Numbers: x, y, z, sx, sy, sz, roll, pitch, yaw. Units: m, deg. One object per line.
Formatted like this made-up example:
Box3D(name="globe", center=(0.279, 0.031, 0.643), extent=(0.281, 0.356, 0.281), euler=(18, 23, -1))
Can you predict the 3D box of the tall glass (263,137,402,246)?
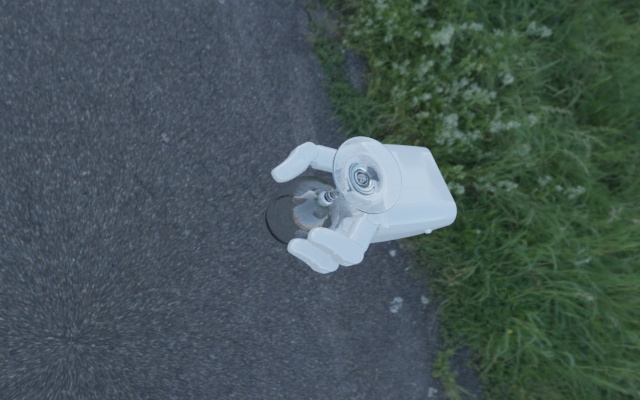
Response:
Box3D(name="tall glass", center=(0.000, 0.001, 0.521), extent=(0.079, 0.079, 0.201), euler=(0, -15, -28))
